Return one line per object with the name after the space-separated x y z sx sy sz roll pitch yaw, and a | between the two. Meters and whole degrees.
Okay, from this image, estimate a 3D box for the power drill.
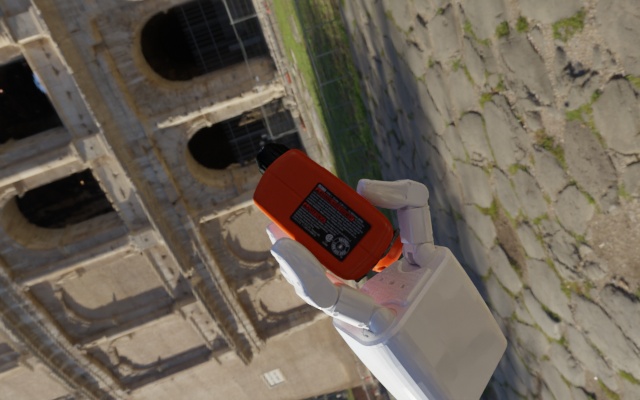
0.000 0.002 0.434 0.184 0.057 0.187 38 5 6 | power drill
